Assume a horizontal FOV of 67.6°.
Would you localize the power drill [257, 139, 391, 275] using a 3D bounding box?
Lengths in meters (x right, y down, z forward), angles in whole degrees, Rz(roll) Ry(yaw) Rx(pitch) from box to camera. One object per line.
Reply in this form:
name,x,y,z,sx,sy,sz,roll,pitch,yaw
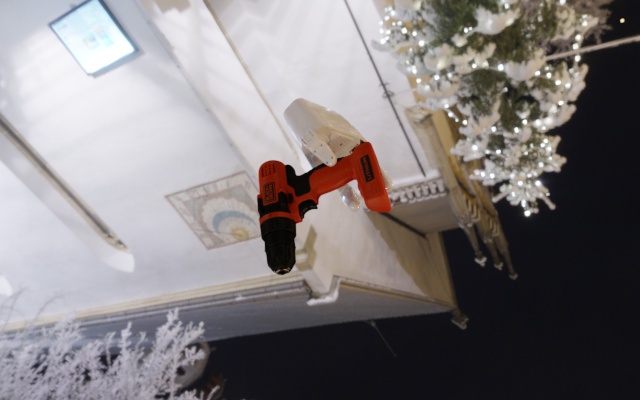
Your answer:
power drill,0.001,0.002,0.677,0.187,0.184,0.057,-16,-32,10
